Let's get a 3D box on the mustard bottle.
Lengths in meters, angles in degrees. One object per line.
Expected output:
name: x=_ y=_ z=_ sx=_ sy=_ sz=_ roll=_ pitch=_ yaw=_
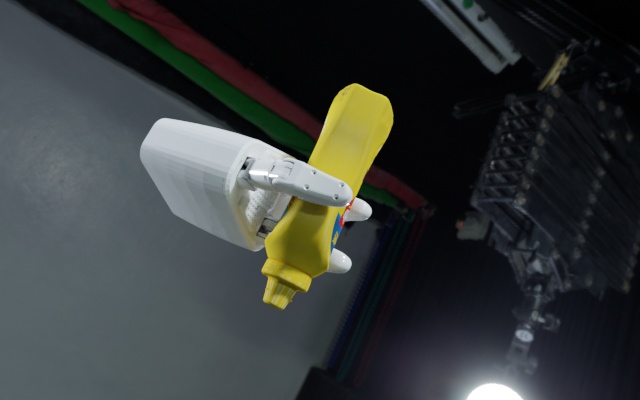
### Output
mustard bottle: x=0.000 y=0.001 z=0.410 sx=0.058 sy=0.191 sz=0.096 roll=25 pitch=-16 yaw=1
